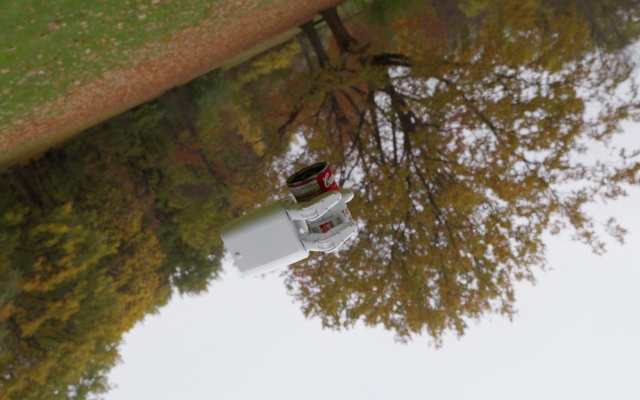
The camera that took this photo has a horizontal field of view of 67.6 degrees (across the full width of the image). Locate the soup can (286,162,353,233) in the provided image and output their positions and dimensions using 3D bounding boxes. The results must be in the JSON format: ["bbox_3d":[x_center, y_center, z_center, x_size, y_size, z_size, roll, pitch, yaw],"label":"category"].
[{"bbox_3d":[0.001,0.002,0.721,0.068,0.102,0.068,-23,18,8],"label":"soup can"}]
